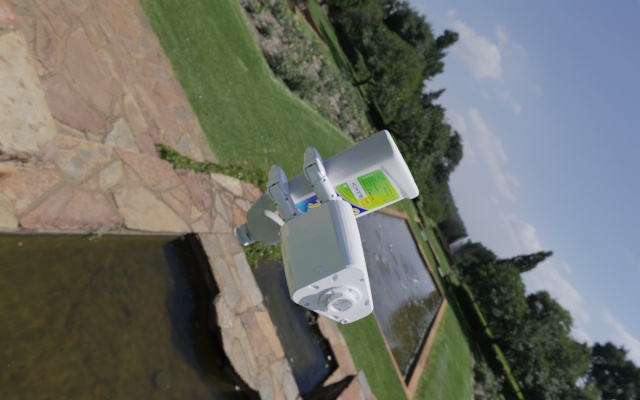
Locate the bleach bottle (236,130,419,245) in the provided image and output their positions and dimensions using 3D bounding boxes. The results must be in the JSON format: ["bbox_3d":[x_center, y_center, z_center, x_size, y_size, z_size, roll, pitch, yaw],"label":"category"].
[{"bbox_3d":[0.000,0.002,0.660,0.251,0.068,0.103,-27,-48,13],"label":"bleach bottle"}]
